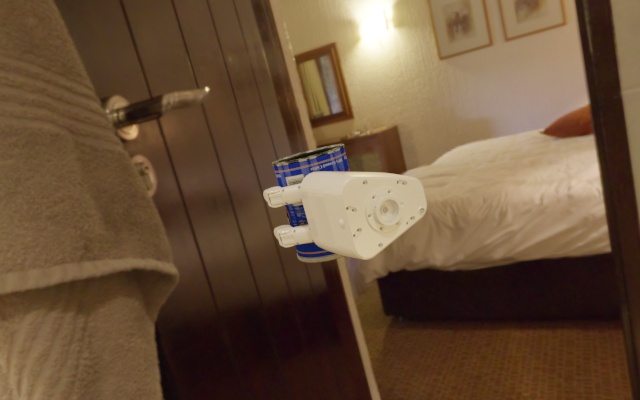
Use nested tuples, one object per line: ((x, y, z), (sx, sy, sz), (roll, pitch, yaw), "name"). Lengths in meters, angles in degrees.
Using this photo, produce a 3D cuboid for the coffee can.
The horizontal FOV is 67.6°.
((0.000, 0.002, 0.665), (0.103, 0.140, 0.103), (-14, 10, 3), "coffee can")
